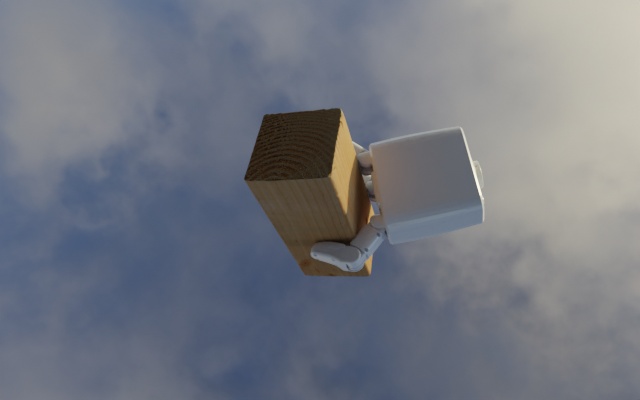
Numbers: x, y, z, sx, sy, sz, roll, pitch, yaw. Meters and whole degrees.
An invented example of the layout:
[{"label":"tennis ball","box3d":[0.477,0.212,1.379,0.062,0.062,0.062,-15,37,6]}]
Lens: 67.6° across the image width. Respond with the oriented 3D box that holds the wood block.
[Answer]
[{"label":"wood block","box3d":[0.000,0.002,0.550,0.090,0.090,0.206,-1,-35,17]}]
